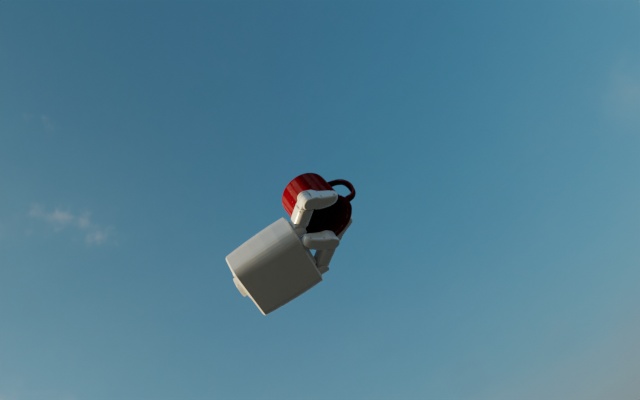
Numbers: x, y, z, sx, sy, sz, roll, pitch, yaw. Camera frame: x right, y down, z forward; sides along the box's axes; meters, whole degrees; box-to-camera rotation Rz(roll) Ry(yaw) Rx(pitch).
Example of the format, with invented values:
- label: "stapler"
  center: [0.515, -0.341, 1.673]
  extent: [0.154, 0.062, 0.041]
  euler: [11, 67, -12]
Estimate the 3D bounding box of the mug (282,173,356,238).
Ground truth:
- label: "mug"
  center: [0.001, 0.002, 0.764]
  extent: [0.117, 0.093, 0.081]
  euler: [-32, 46, -9]
